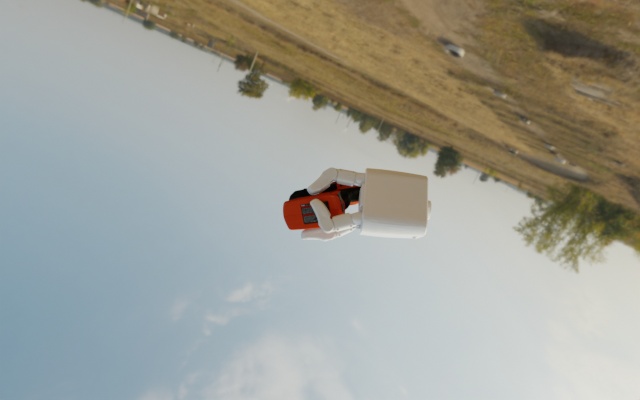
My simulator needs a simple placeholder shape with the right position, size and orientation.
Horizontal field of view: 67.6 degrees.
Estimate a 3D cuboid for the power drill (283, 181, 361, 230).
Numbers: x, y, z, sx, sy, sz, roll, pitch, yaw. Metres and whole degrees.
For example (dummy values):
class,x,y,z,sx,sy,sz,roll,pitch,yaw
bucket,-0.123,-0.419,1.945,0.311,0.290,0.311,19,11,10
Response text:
class,x,y,z,sx,sy,sz,roll,pitch,yaw
power drill,0.000,0.003,0.887,0.184,0.057,0.187,-10,10,21
